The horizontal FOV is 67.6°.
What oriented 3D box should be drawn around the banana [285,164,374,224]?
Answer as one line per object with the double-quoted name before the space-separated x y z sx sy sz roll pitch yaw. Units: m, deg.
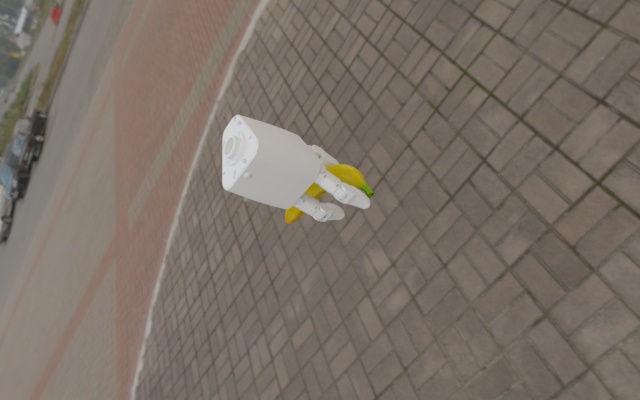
"banana" 0.002 -0.016 0.783 0.037 0.069 0.198 16 -25 -39
